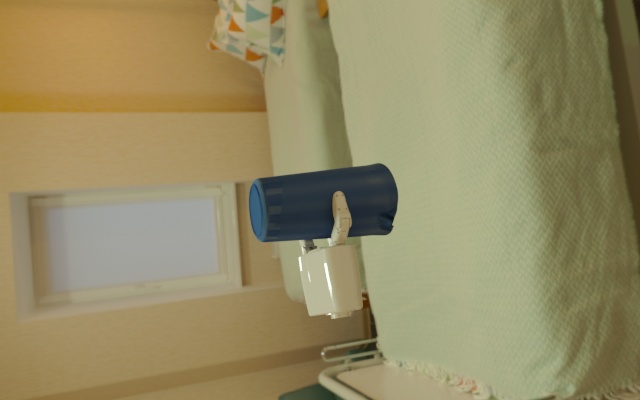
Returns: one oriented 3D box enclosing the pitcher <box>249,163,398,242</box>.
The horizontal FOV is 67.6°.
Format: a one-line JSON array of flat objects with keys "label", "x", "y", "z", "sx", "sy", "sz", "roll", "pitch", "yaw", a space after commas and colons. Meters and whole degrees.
[{"label": "pitcher", "x": 0.000, "y": 0.003, "z": 0.843, "sx": 0.243, "sy": 0.145, "sz": 0.149, "roll": -5, "pitch": -13, "yaw": -20}]
